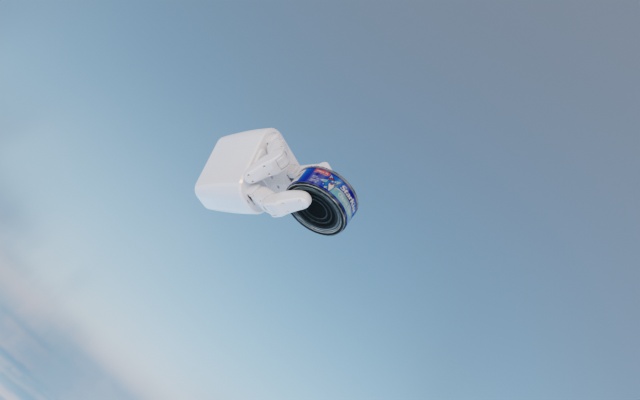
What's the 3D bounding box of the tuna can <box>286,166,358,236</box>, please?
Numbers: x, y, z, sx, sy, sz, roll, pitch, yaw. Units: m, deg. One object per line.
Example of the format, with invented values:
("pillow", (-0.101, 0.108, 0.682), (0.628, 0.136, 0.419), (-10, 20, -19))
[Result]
("tuna can", (0.000, 0.002, 0.576), (0.086, 0.086, 0.033), (0, 40, 38))
